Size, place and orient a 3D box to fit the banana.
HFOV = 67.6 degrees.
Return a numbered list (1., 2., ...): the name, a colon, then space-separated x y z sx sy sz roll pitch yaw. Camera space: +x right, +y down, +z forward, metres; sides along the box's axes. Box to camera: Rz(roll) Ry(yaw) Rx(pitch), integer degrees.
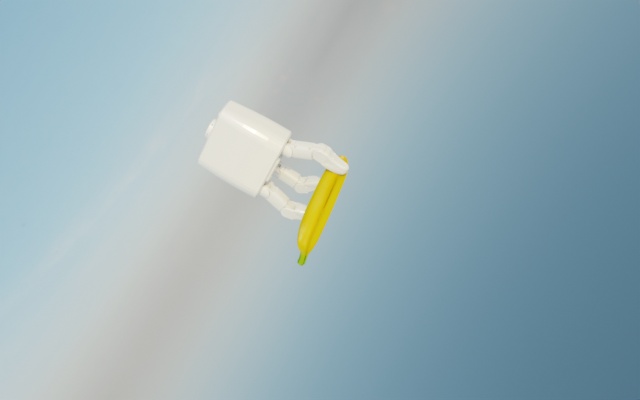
1. banana: 0.003 -0.001 0.728 0.037 0.197 0.070 26 -23 -4
